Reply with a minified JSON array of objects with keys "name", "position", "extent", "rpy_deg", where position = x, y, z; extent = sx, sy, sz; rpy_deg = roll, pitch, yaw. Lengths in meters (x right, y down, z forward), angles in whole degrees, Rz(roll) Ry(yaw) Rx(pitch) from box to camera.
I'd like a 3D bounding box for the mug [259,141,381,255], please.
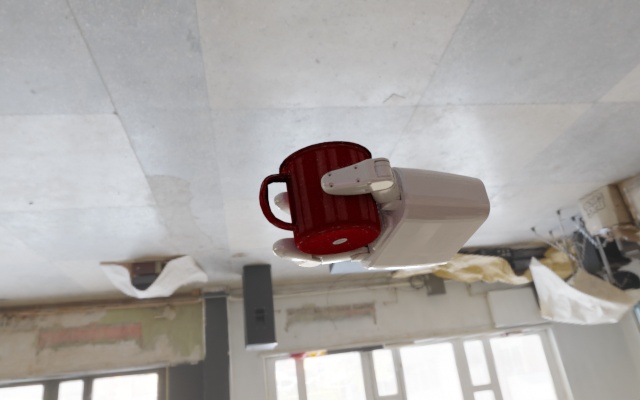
[{"name":"mug","position":[-0.001,0.002,0.449],"extent":[0.117,0.081,0.093],"rpy_deg":[2,-25,-24]}]
